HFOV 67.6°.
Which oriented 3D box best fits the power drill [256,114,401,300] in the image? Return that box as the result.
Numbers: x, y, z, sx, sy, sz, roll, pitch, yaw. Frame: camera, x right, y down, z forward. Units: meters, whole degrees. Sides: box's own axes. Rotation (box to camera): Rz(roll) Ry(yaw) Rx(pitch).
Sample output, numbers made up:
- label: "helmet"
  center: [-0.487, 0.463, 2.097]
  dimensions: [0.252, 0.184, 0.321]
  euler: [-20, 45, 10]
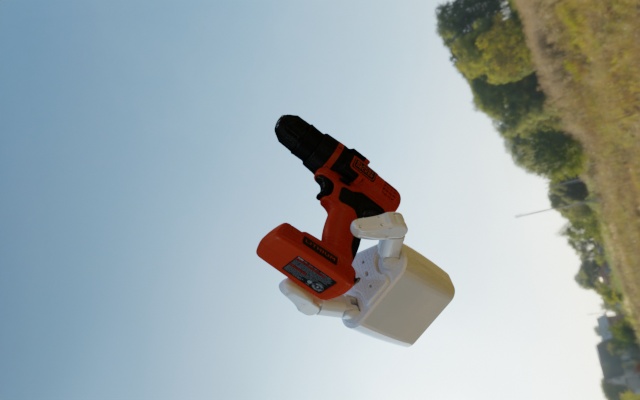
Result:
- label: "power drill"
  center: [0.000, 0.002, 0.542]
  dimensions: [0.184, 0.187, 0.057]
  euler: [35, -42, -10]
